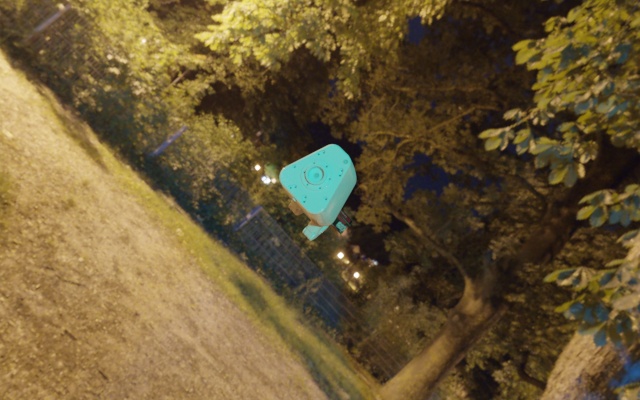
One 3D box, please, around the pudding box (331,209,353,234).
[{"bbox_3d":[0.000,0.003,0.895,0.113,0.039,0.090,45,-2,42],"label":"pudding box"}]
